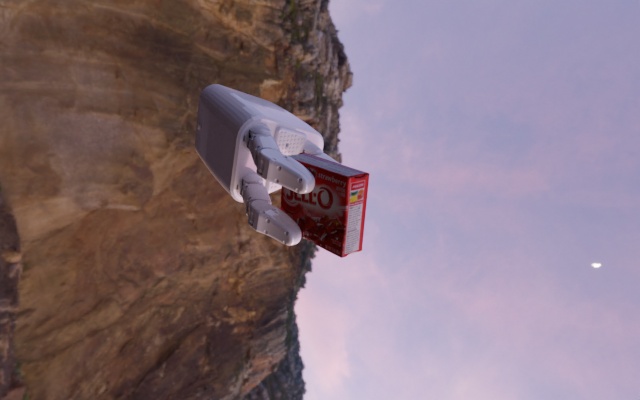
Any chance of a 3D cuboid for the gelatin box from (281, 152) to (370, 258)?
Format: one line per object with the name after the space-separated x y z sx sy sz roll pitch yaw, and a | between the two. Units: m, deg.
0.001 0.001 0.434 0.030 0.073 0.089 -14 26 -42 | gelatin box
